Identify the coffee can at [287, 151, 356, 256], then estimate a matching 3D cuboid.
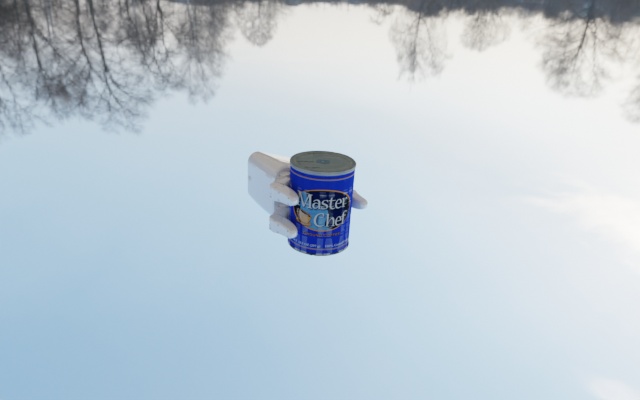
[{"bbox_3d":[0.000,0.002,0.760,0.103,0.140,0.102,3,23,-1],"label":"coffee can"}]
